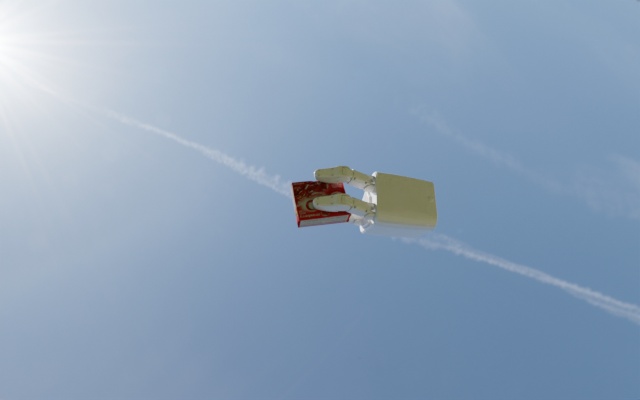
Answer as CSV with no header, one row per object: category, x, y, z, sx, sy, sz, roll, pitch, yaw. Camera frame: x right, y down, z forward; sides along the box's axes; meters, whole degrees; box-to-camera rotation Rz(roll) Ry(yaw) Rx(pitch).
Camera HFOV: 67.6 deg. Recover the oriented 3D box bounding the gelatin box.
gelatin box,0.000,0.003,0.791,0.089,0.073,0.030,-6,-29,-11
